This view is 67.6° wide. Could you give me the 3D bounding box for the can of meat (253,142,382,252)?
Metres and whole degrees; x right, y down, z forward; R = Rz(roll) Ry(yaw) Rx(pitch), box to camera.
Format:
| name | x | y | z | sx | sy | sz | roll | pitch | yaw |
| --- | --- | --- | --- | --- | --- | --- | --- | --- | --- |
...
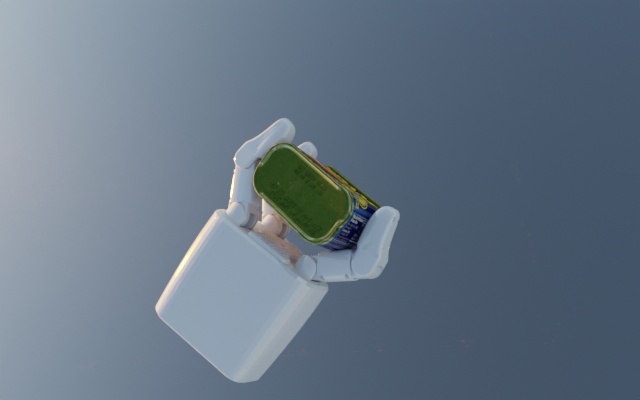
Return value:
| name | x | y | z | sx | sy | sz | roll | pitch | yaw |
| --- | --- | --- | --- | --- | --- | --- | --- | --- | --- |
| can of meat | 0.000 | 0.001 | 0.413 | 0.102 | 0.057 | 0.084 | 41 | 7 | 29 |
